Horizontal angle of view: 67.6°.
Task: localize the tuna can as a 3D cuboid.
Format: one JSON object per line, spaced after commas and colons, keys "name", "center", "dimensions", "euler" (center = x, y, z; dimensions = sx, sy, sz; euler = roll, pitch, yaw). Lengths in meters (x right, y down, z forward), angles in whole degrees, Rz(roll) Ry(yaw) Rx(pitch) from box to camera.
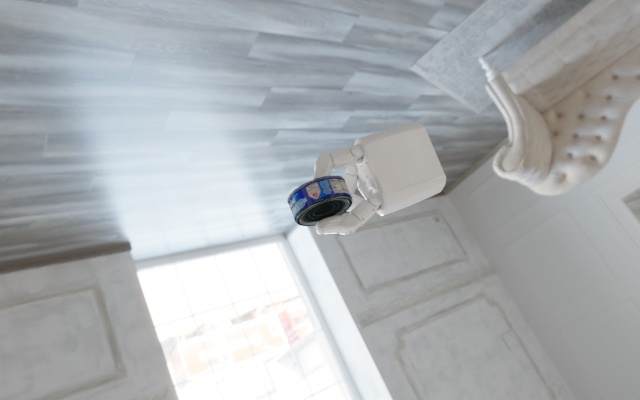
{"name": "tuna can", "center": [0.000, 0.003, 0.656], "dimensions": [0.086, 0.033, 0.086], "euler": [-18, -22, -8]}
